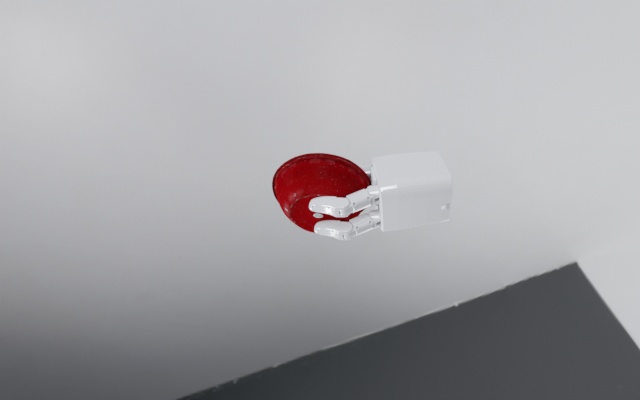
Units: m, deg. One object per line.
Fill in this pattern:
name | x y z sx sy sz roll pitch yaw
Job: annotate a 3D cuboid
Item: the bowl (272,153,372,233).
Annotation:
bowl | -0.001 0.003 0.746 0.162 0.055 0.162 4 -41 4
